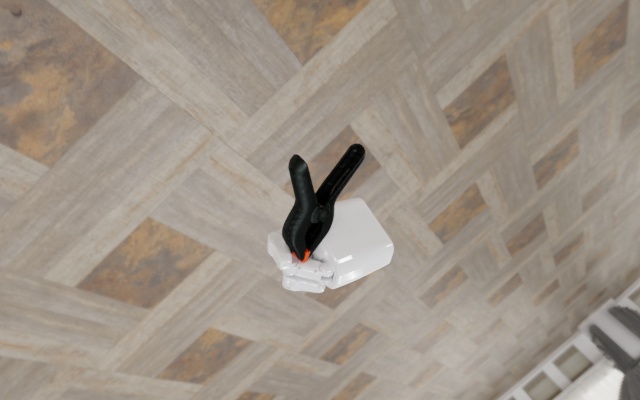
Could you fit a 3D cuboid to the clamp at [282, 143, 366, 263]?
[{"bbox_3d":[0.000,0.002,0.607,0.120,0.172,0.039,-18,48,-33],"label":"clamp"}]
